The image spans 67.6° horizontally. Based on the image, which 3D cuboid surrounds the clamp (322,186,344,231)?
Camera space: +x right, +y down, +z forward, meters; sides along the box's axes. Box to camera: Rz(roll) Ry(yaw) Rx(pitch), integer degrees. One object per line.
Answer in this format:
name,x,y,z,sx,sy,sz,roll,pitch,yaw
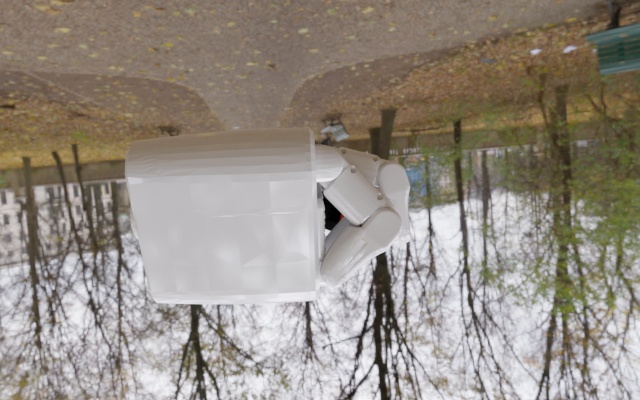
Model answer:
clamp,0.000,0.002,0.410,0.120,0.039,0.171,0,4,-2
